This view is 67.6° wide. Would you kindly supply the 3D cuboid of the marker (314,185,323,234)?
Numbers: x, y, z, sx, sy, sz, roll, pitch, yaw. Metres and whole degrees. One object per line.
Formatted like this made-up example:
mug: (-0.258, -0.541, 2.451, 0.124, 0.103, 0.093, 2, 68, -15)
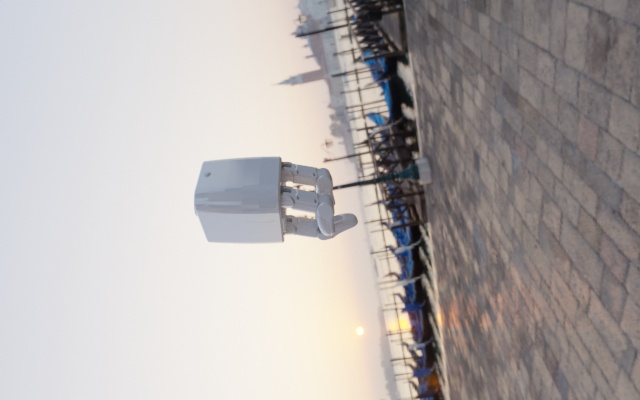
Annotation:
marker: (0.000, 0.002, 0.687, 0.020, 0.020, 0.121, 0, 37, -3)
